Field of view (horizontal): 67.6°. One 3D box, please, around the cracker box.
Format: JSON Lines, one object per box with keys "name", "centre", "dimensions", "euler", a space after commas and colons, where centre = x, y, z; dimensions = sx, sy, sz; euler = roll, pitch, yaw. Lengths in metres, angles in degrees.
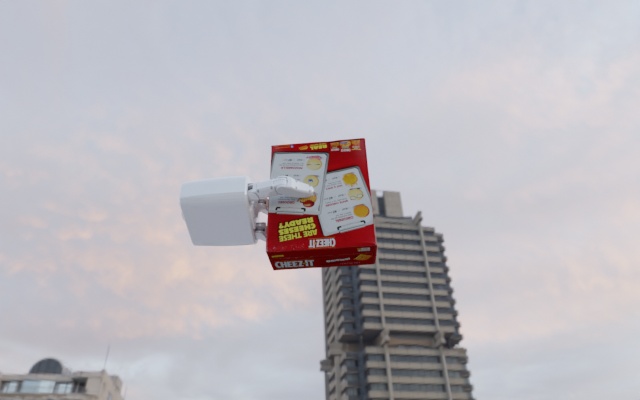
{"name": "cracker box", "centre": [0.000, 0.002, 0.777], "dimensions": [0.164, 0.213, 0.072], "euler": [-4, -36, 3]}
